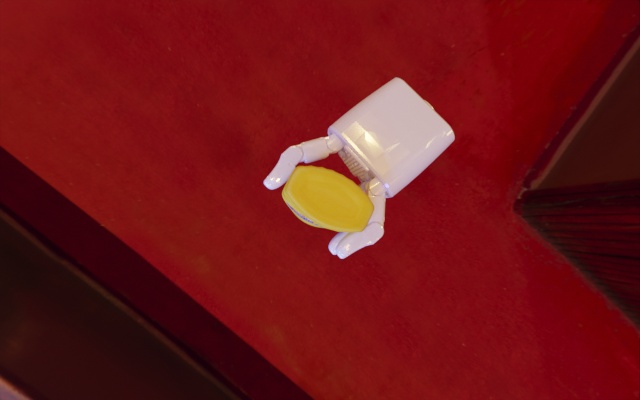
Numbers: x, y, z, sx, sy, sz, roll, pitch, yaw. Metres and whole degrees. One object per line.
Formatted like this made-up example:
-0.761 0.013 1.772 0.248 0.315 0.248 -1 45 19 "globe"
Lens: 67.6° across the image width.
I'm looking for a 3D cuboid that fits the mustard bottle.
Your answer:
0.000 0.002 0.584 0.096 0.058 0.191 26 -5 -5 "mustard bottle"
